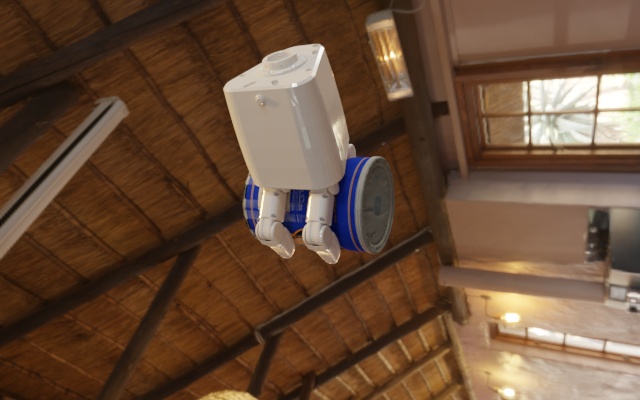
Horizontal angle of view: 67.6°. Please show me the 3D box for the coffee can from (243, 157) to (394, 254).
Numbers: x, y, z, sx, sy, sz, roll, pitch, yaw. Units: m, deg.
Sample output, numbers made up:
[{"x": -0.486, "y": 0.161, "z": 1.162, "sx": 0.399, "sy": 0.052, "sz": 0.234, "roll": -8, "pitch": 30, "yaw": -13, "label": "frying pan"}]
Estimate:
[{"x": 0.000, "y": 0.002, "z": 0.534, "sx": 0.140, "sy": 0.103, "sz": 0.103, "roll": 3, "pitch": 1, "yaw": 27, "label": "coffee can"}]
